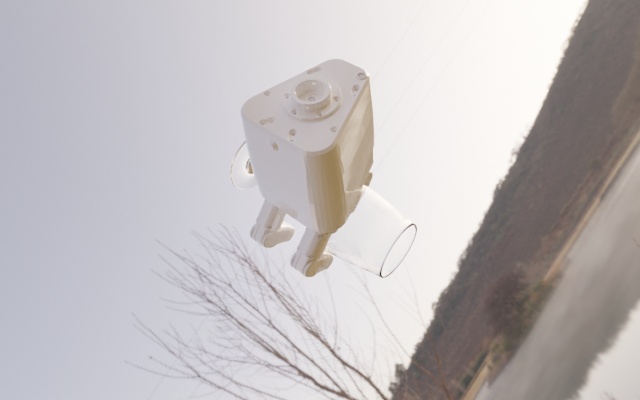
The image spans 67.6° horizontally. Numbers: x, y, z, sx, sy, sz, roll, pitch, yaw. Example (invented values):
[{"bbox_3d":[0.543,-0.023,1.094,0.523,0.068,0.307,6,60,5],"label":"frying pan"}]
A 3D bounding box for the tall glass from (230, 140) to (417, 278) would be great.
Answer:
[{"bbox_3d":[0.000,0.001,0.503,0.201,0.079,0.079,32,15,25],"label":"tall glass"}]
